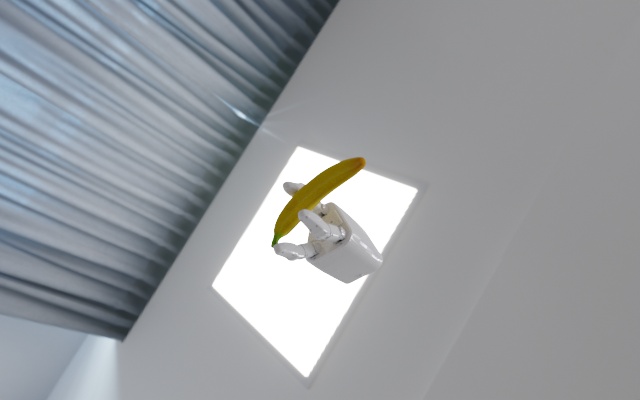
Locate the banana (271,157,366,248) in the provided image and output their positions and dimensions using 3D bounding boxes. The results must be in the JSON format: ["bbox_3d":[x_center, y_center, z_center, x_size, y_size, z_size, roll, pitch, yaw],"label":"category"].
[{"bbox_3d":[-0.009,-0.004,0.759,0.037,0.198,0.069,41,7,-36],"label":"banana"}]
